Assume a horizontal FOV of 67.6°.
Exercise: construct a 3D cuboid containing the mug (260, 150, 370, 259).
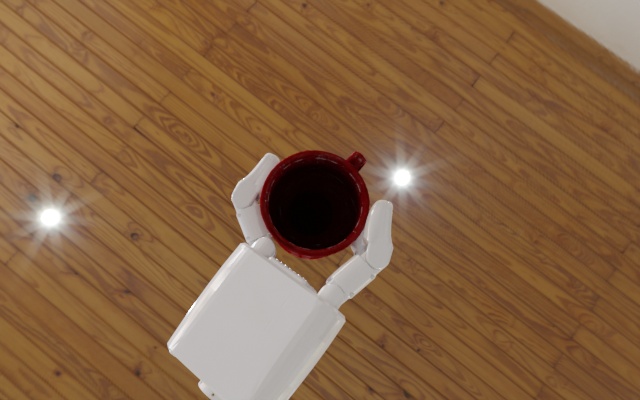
[{"bbox_3d":[0.001,0.000,0.444,0.093,0.117,0.081,38,-13,5],"label":"mug"}]
